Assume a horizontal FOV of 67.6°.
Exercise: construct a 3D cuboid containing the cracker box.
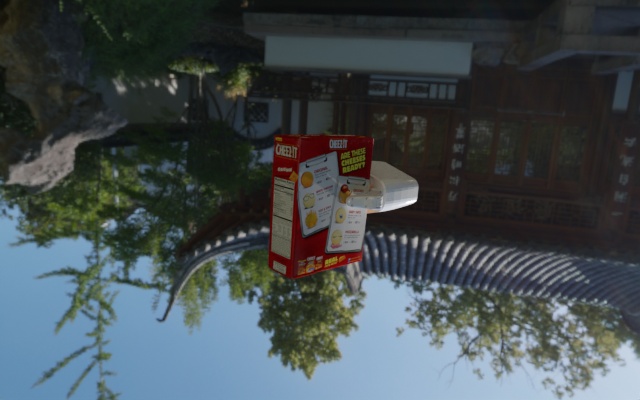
[{"bbox_3d":[0.000,0.003,0.767,0.164,0.214,0.072,-7,16,-44],"label":"cracker box"}]
